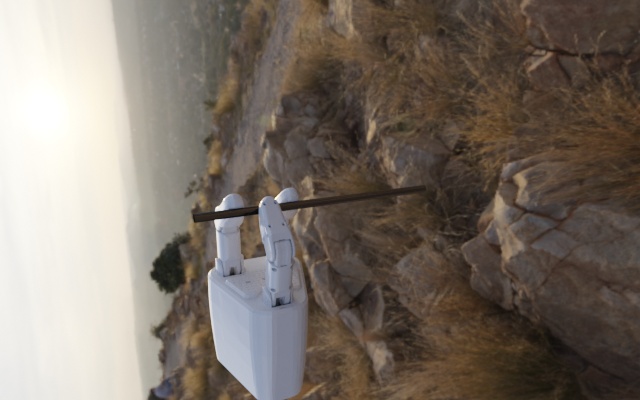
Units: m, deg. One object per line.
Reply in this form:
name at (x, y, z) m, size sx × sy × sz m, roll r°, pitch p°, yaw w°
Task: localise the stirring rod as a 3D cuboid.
stirring rod at (0.000, 0.002, 0.461) m, size 0.239 × 0.011 × 0.011 m, roll -7°, pitch 3°, yaw -23°
